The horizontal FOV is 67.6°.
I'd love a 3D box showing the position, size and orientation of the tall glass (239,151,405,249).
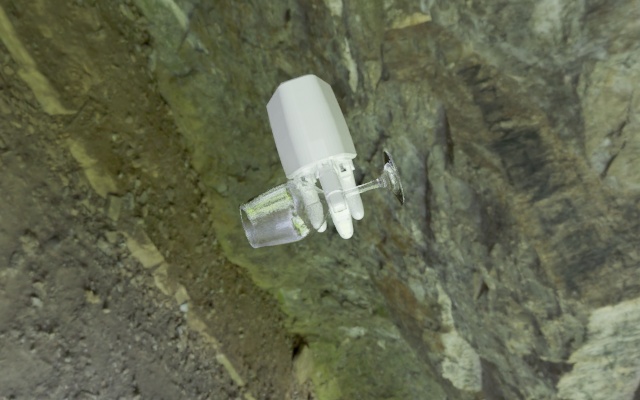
[{"bbox_3d":[0.001,0.002,0.613,0.201,0.079,0.079,-18,0,-1],"label":"tall glass"}]
